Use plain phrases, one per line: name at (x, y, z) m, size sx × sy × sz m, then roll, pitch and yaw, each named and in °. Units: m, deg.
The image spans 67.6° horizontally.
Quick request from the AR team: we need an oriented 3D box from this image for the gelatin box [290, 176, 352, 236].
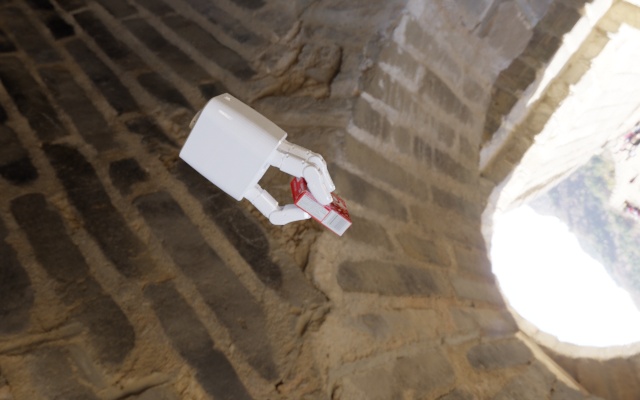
gelatin box at (0.000, 0.003, 0.691) m, size 0.089 × 0.030 × 0.073 m, roll 36°, pitch 16°, yaw -21°
